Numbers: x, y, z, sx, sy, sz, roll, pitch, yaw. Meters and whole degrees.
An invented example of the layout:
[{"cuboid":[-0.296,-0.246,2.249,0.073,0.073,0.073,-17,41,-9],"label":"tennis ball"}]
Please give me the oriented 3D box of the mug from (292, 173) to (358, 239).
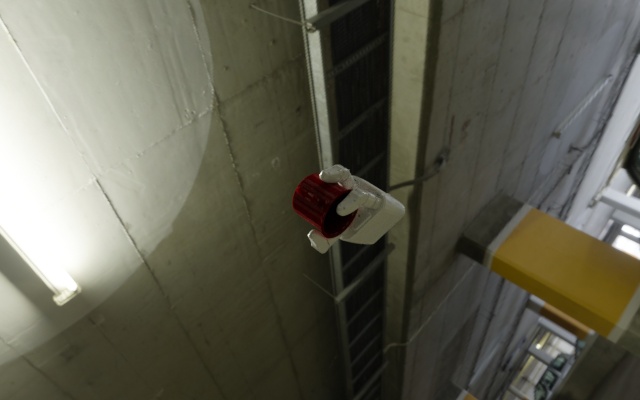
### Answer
[{"cuboid":[-0.001,0.002,0.806,0.081,0.093,0.117,33,6,33],"label":"mug"}]
